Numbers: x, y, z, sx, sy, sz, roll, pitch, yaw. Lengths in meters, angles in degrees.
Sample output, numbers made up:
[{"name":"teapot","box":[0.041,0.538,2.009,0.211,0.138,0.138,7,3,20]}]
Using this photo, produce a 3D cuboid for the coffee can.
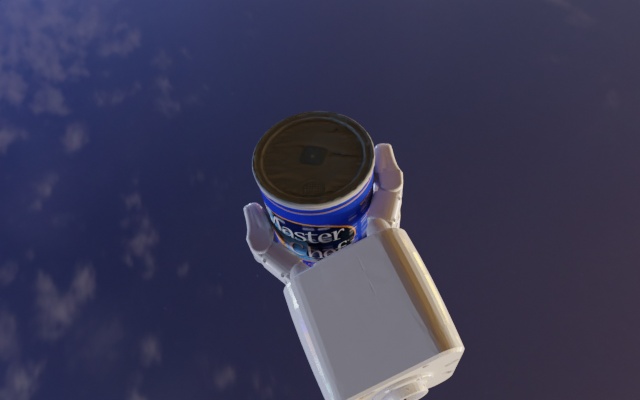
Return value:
[{"name":"coffee can","box":[0.000,0.001,0.452,0.103,0.102,0.140,0,-34,7]}]
